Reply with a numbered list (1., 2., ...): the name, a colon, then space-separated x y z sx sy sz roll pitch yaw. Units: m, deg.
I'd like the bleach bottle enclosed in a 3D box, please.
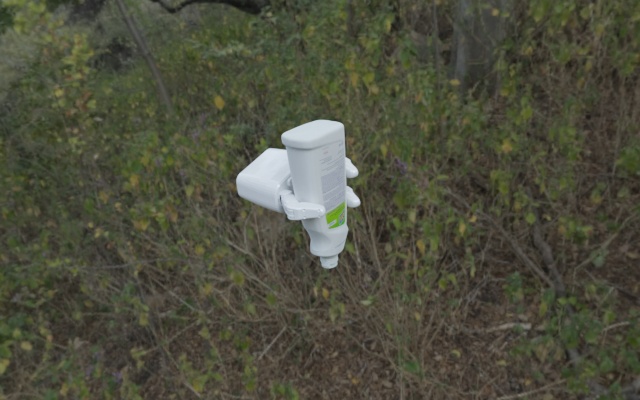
1. bleach bottle: 0.000 0.002 0.782 0.068 0.251 0.102 17 33 38
